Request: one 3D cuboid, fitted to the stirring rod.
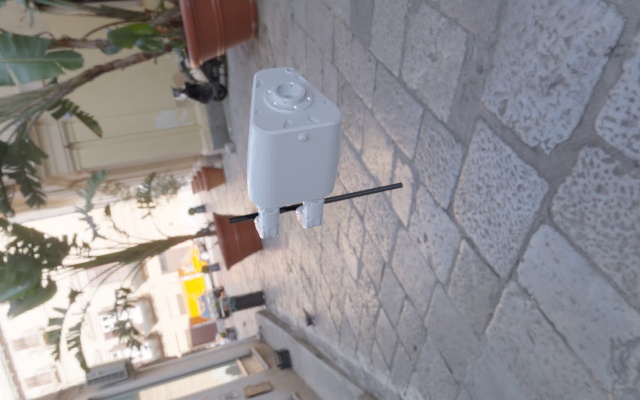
[{"bbox_3d":[0.000,0.002,0.629,0.239,0.011,0.011,-12,3,-17],"label":"stirring rod"}]
